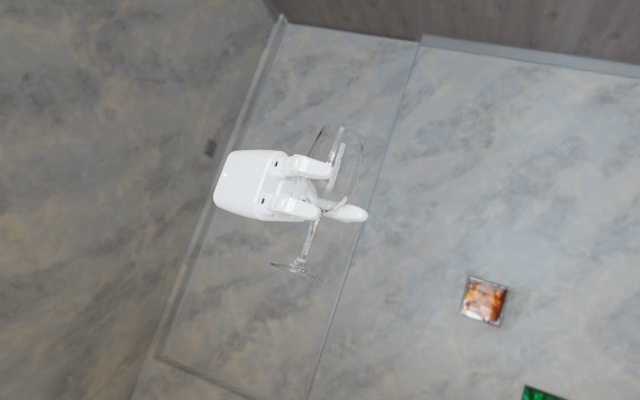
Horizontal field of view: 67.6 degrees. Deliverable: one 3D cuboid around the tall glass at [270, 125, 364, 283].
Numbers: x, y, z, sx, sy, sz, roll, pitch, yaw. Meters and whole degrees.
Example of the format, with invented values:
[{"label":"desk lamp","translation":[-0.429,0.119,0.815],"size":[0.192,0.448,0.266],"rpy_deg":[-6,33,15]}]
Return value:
[{"label":"tall glass","translation":[0.000,0.003,0.639],"size":[0.079,0.201,0.079],"rpy_deg":[18,-10,3]}]
